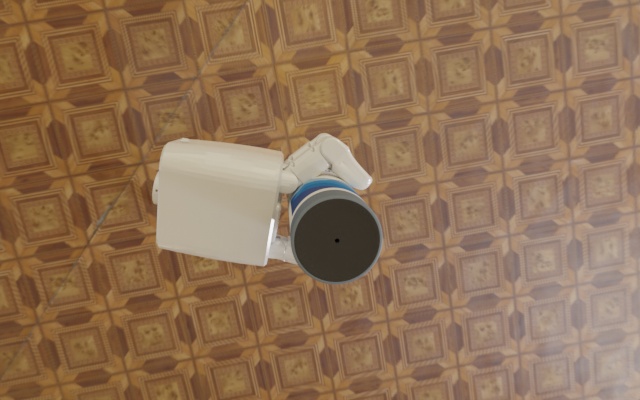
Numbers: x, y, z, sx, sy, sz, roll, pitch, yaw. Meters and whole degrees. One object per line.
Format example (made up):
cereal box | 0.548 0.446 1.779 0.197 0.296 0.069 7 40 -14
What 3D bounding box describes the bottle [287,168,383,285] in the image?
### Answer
bottle | 0.000 0.002 0.484 0.069 0.069 0.295 0 11 -5
